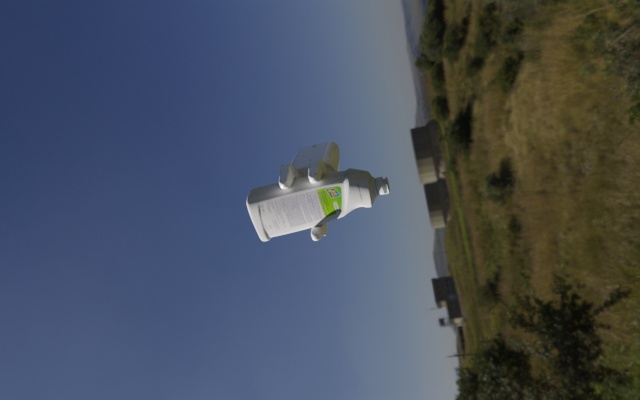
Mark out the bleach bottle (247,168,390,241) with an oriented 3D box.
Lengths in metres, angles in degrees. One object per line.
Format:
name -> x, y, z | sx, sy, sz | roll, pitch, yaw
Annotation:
bleach bottle -> 0.000, 0.003, 0.860 | 0.251, 0.103, 0.068 | -11, 29, 14
